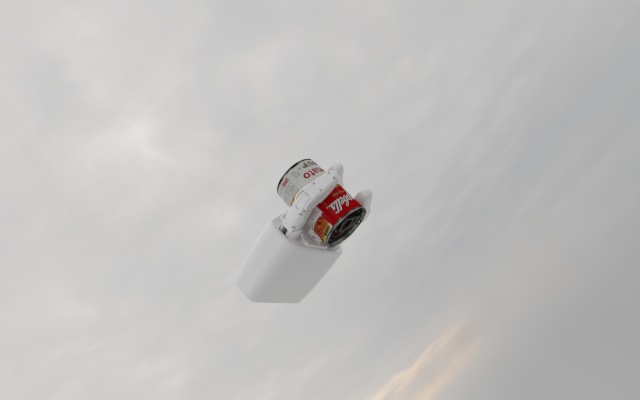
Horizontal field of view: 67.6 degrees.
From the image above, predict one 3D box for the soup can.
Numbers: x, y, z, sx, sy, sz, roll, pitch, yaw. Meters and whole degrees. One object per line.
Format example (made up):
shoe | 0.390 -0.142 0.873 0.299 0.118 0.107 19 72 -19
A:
soup can | 0.000 0.001 0.620 0.102 0.068 0.068 44 20 23
